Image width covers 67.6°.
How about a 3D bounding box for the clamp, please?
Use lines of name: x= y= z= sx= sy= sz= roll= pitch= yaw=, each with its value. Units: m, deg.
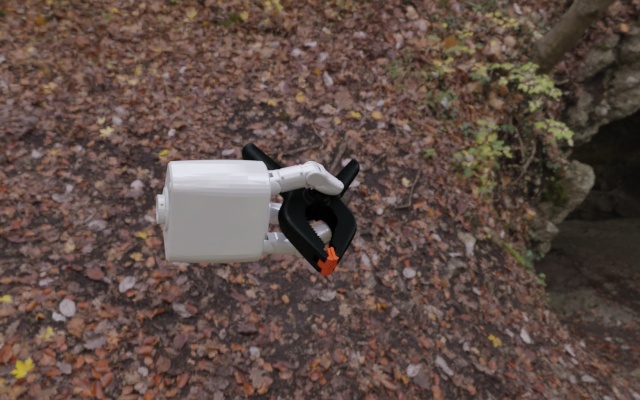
clamp: x=0.000 y=0.002 z=0.587 sx=0.164 sy=0.036 sz=0.209 roll=1 pitch=42 yaw=-24
